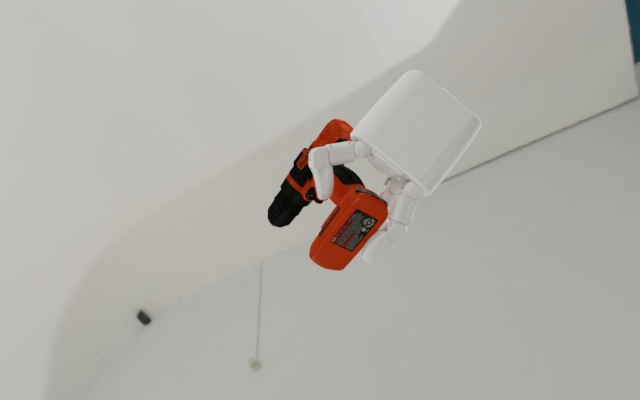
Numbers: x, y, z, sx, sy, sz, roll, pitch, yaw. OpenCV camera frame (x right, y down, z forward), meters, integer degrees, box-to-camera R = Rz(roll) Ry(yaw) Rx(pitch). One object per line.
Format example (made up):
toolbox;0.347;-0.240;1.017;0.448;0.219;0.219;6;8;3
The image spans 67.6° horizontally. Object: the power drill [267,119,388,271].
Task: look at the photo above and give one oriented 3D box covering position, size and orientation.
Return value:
power drill;0.000;0.002;0.619;0.057;0.184;0.187;24;23;-31
